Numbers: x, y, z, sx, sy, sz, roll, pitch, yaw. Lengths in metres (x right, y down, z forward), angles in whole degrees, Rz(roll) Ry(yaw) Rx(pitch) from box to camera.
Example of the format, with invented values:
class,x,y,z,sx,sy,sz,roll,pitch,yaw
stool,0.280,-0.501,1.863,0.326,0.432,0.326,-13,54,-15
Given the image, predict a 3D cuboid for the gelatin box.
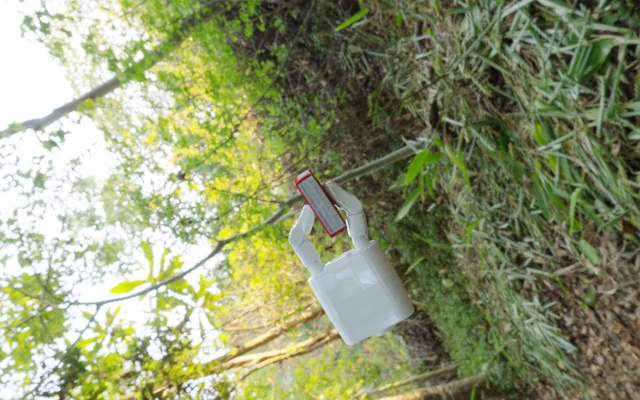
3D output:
class,x,y,z,sx,sy,sz,roll,pitch,yaw
gelatin box,0.000,0.002,0.655,0.030,0.089,0.073,-34,9,2
